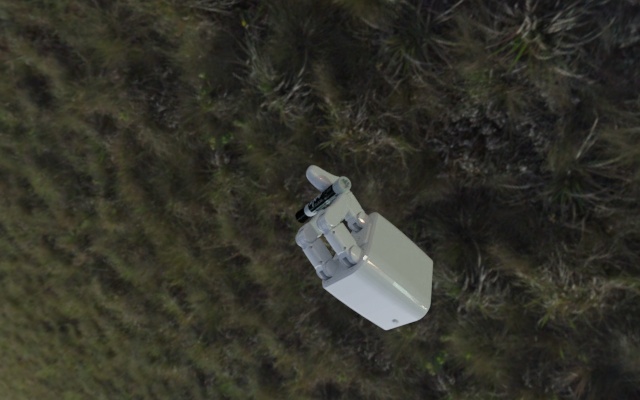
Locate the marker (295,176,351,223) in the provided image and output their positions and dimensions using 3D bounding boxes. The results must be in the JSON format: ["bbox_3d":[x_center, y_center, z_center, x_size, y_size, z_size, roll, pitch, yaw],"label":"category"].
[{"bbox_3d":[0.000,0.002,0.628,0.020,0.020,0.121,0,-23,-32],"label":"marker"}]
